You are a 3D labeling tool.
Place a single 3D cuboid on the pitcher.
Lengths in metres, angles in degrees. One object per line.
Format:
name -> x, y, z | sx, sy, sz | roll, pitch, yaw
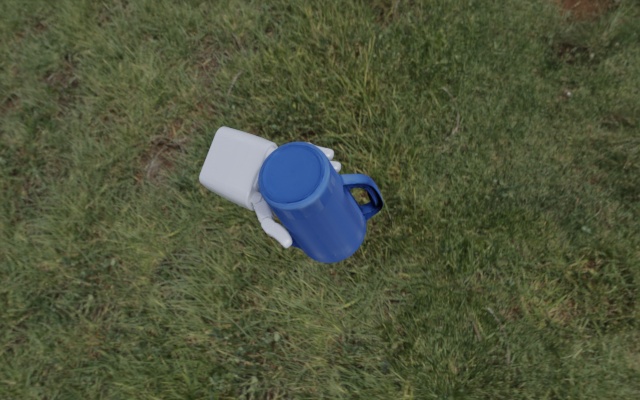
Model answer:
pitcher -> 0.000, 0.003, 0.771 | 0.145, 0.149, 0.243 | 24, -14, 23
